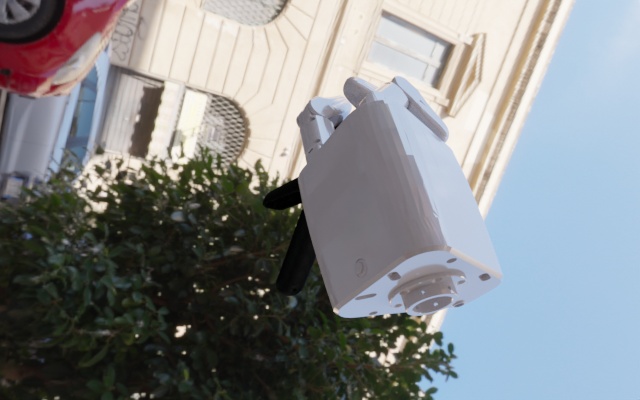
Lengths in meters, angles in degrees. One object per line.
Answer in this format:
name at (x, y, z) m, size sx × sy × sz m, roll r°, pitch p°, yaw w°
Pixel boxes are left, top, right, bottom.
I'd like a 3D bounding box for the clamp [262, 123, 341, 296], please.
clamp at (0.001, 0.001, 0.413) m, size 0.039 × 0.120 × 0.171 m, roll 10°, pitch -40°, yaw -33°
